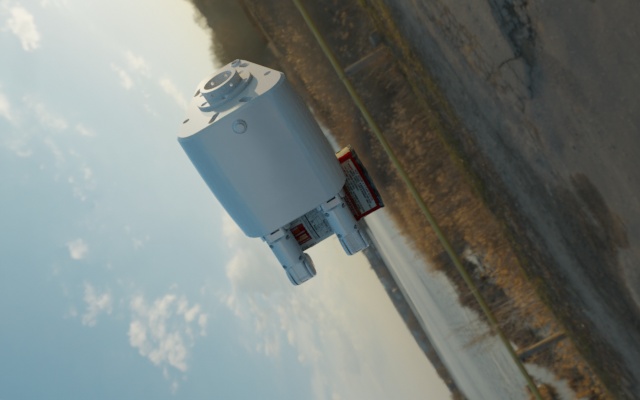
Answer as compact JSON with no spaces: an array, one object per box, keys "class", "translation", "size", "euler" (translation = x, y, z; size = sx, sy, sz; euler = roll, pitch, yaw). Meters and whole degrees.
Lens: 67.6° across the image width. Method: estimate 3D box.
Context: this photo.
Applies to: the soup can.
[{"class":"soup can","translation":[0.000,0.002,0.454],"size":[0.102,0.068,0.068],"euler":[-30,-2,3]}]
